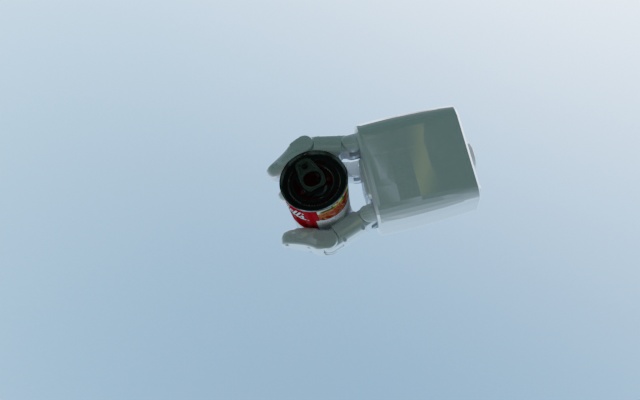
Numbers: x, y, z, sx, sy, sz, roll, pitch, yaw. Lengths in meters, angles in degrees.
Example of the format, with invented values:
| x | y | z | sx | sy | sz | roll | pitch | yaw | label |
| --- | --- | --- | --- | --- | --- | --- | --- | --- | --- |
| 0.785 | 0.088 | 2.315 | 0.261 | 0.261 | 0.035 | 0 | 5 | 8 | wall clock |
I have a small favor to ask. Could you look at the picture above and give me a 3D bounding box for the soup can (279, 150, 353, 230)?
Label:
| x | y | z | sx | sy | sz | roll | pitch | yaw | label |
| --- | --- | --- | --- | --- | --- | --- | --- | --- | --- |
| 0.000 | 0.002 | 0.507 | 0.068 | 0.068 | 0.102 | 0 | -26 | 9 | soup can |
